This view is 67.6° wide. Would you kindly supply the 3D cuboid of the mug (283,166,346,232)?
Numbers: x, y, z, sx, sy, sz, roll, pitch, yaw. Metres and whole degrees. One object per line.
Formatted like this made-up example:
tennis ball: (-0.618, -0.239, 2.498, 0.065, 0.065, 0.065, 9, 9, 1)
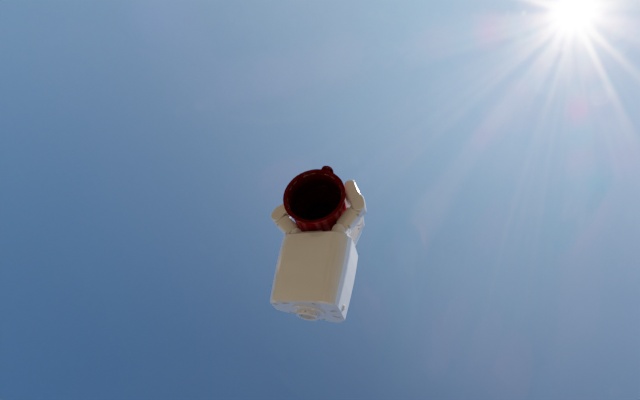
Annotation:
mug: (0.000, 0.001, 0.734, 0.093, 0.117, 0.081, 5, -29, 15)
